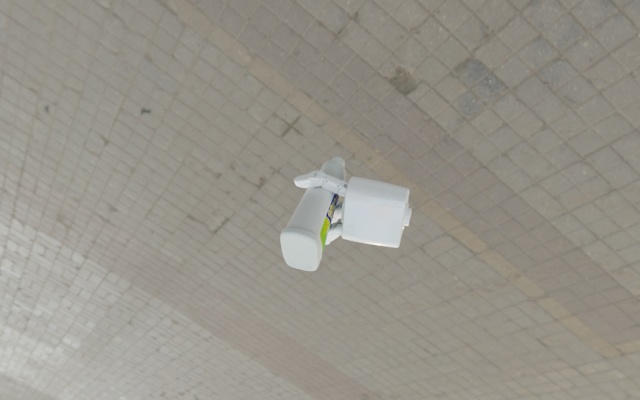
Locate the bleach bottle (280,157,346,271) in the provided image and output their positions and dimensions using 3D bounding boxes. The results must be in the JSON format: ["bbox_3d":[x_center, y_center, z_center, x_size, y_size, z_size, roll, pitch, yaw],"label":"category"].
[{"bbox_3d":[0.000,0.003,0.882,0.068,0.250,0.103,11,-42,13],"label":"bleach bottle"}]
